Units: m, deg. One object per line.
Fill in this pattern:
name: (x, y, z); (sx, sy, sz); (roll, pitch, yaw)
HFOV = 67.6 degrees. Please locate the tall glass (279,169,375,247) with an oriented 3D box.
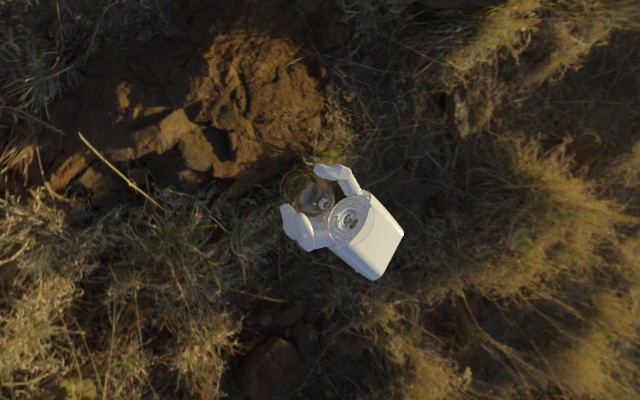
tall glass: (0.000, 0.002, 0.745); (0.079, 0.079, 0.201); (0, 16, -27)
